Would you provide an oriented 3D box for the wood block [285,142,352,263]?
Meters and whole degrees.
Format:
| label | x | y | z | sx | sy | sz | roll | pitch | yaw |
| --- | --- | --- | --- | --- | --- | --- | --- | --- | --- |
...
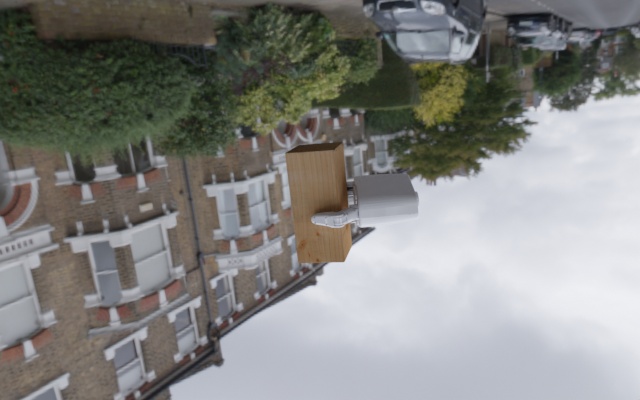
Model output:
| label | x | y | z | sx | sy | sz | roll | pitch | yaw |
| --- | --- | --- | --- | --- | --- | --- | --- | --- | --- |
| wood block | 0.000 | 0.003 | 0.883 | 0.090 | 0.206 | 0.090 | -2 | 15 | 14 |
